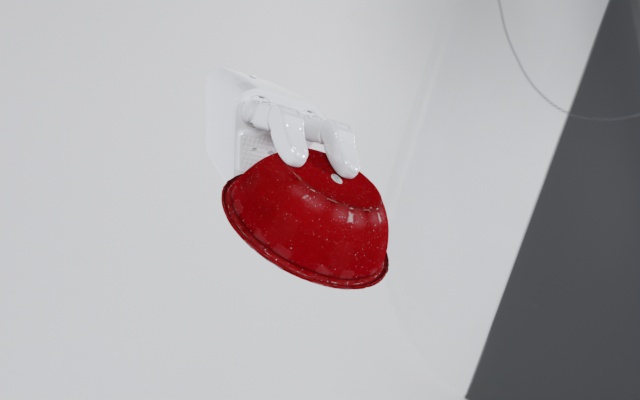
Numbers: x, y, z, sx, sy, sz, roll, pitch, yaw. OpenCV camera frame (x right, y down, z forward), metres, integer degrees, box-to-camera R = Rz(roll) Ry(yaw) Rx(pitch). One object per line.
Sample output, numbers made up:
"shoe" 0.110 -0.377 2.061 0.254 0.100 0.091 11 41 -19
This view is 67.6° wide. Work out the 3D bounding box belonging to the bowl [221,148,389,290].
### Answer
"bowl" 0.001 0.002 0.412 0.162 0.055 0.162 23 26 -12
